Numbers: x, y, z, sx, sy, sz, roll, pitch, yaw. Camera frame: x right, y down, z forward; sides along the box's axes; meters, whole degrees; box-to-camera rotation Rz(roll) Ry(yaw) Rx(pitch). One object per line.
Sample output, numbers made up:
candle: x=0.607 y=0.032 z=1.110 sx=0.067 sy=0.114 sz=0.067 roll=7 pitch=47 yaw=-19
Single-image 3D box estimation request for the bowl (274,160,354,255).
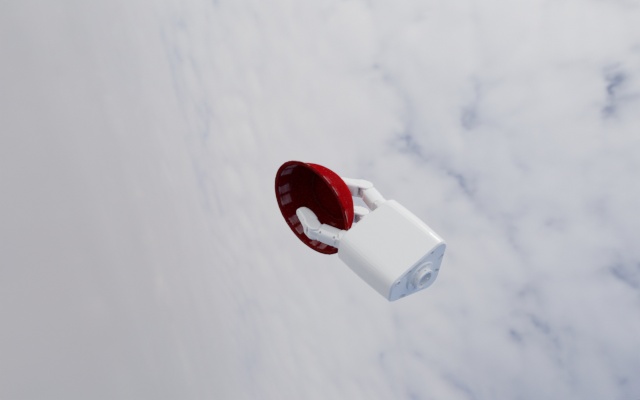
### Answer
bowl: x=0.000 y=0.001 z=0.752 sx=0.055 sy=0.162 sz=0.162 roll=-32 pitch=20 yaw=-35
